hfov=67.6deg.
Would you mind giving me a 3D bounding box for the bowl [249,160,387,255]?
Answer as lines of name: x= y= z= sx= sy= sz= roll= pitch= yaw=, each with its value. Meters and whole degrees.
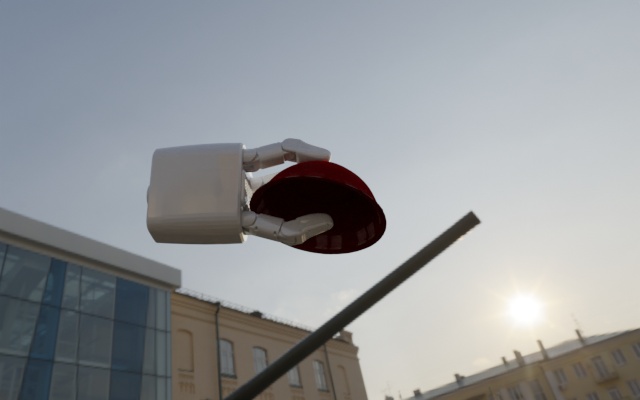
bowl: x=0.001 y=0.002 z=0.571 sx=0.162 sy=0.055 sz=0.162 roll=7 pitch=-35 yaw=5
